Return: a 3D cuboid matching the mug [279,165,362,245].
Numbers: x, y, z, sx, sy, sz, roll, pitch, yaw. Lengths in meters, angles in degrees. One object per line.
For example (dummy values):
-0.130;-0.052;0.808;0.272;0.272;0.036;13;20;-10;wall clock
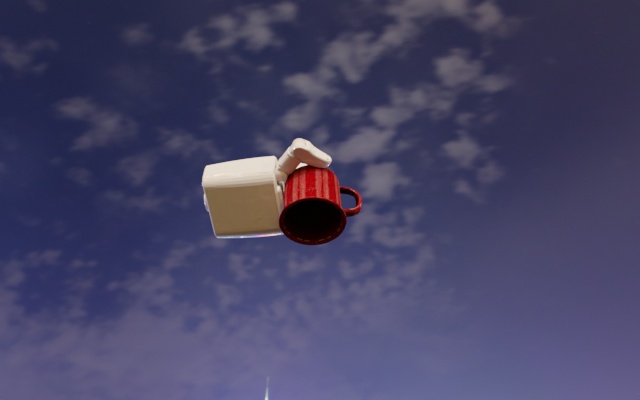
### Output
0.002;0.002;0.680;0.117;0.093;0.081;-5;42;2;mug
